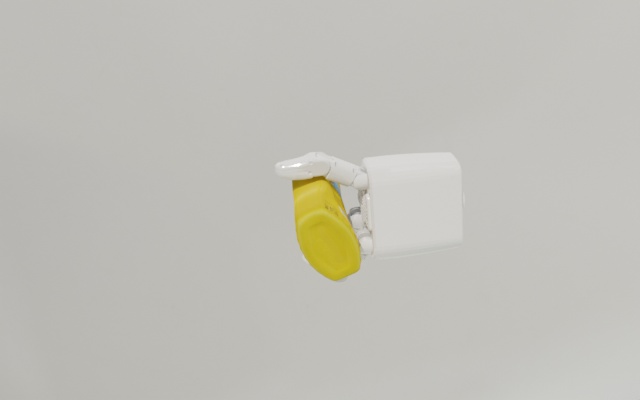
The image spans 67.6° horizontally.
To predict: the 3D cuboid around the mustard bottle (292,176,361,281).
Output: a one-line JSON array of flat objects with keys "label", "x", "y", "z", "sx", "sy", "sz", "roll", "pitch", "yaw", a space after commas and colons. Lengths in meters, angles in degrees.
[{"label": "mustard bottle", "x": 0.000, "y": 0.002, "z": 0.570, "sx": 0.058, "sy": 0.096, "sz": 0.191, "roll": -27, "pitch": 30, "yaw": 9}]
